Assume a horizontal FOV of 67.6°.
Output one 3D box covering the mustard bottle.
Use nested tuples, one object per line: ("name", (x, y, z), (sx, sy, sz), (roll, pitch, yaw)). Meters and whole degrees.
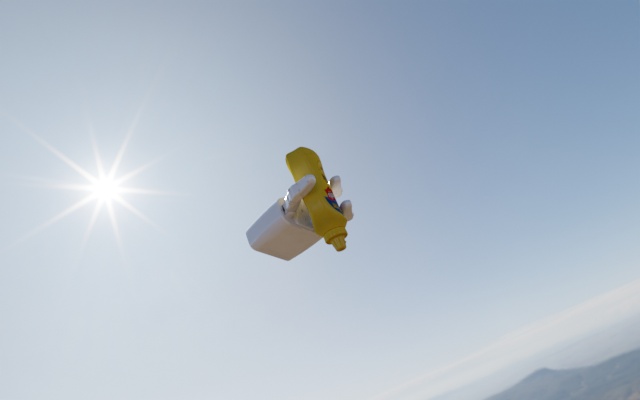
("mustard bottle", (0.000, 0.002, 0.836), (0.058, 0.191, 0.096), (-27, -25, 9))
